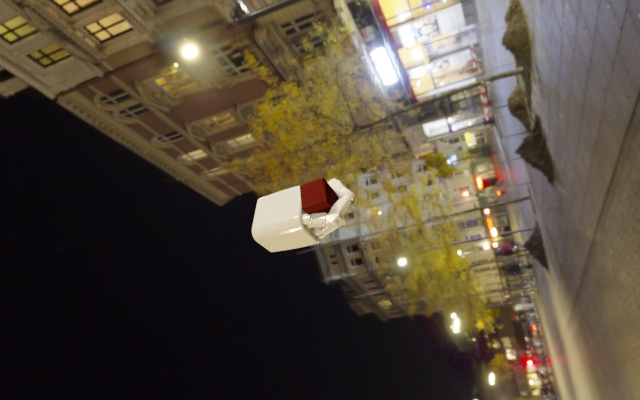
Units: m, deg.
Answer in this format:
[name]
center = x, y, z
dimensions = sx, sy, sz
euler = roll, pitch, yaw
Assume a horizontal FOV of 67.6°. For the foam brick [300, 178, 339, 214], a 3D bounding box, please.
[foam brick]
center = 0.000, 0.003, 0.898
dimensions = 0.051, 0.053, 0.078
euler = -16, -31, 17
